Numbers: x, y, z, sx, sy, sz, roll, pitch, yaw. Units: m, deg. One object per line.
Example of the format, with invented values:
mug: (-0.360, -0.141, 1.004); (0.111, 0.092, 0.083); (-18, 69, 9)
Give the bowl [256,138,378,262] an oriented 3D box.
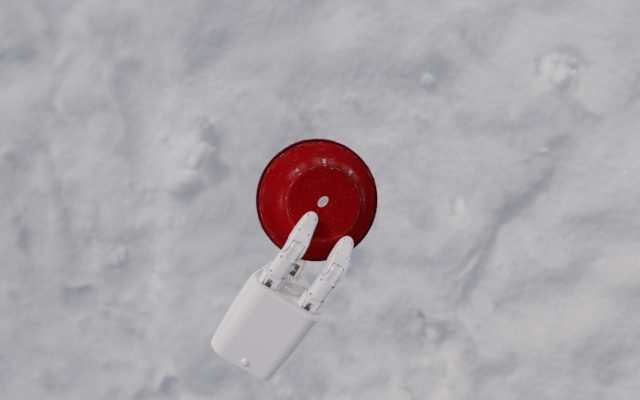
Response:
bowl: (0.001, 0.001, 0.600); (0.162, 0.162, 0.055); (0, 4, -8)
